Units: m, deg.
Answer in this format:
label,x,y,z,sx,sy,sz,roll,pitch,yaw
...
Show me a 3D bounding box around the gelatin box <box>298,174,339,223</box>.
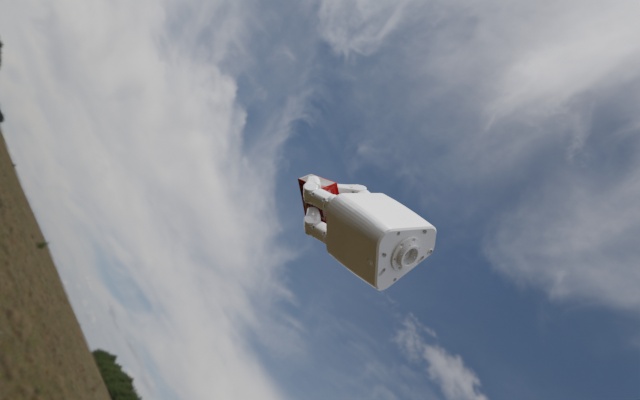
label,x,y,z,sx,sy,sz,roll,pitch,yaw
gelatin box,0.000,0.002,0.762,0.030,0.073,0.089,-20,21,-24
